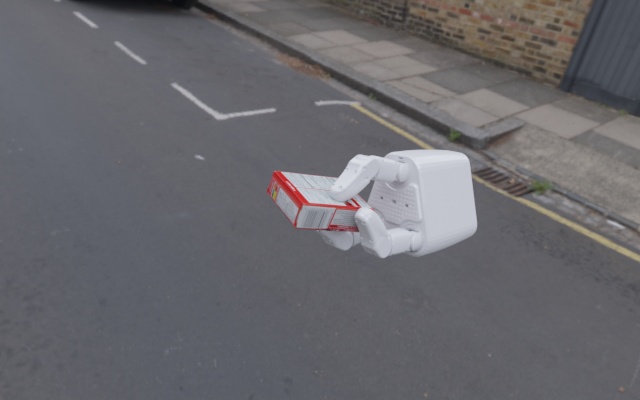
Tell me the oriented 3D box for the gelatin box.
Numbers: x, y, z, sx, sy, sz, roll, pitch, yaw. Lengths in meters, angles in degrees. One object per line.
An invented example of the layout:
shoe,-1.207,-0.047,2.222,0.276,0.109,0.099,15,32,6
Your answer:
gelatin box,0.000,0.001,0.490,0.089,0.030,0.073,5,26,-33
